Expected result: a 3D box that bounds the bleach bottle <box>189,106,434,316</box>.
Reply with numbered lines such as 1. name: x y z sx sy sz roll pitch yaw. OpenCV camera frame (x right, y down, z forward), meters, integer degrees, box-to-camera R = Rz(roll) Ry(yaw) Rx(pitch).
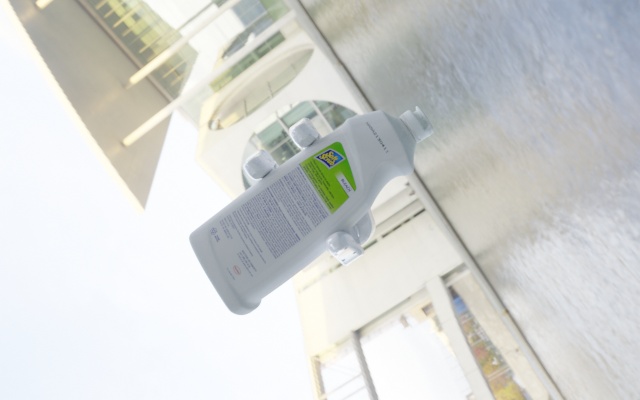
1. bleach bottle: 0.000 0.001 0.460 0.251 0.102 0.068 -35 -9 8
